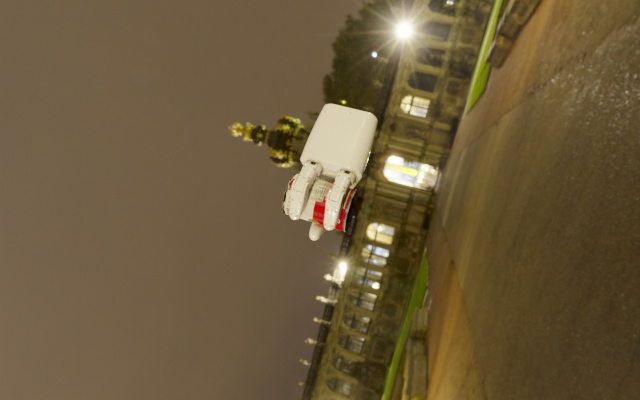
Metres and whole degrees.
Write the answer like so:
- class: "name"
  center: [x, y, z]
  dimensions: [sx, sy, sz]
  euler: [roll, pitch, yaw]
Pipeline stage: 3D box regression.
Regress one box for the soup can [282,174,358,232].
- class: "soup can"
  center: [0.000, 0.003, 0.742]
  dimensions: [0.102, 0.068, 0.068]
  euler: [16, 3, 12]
